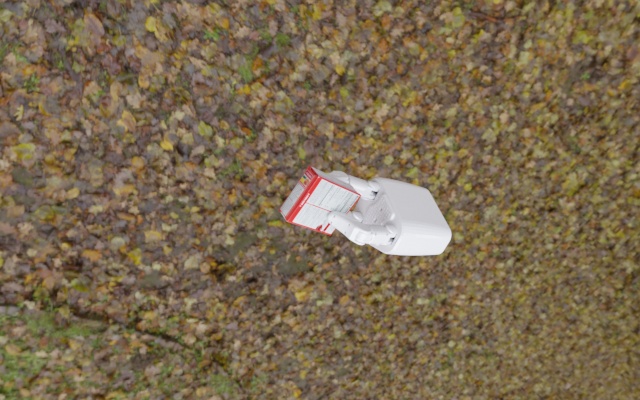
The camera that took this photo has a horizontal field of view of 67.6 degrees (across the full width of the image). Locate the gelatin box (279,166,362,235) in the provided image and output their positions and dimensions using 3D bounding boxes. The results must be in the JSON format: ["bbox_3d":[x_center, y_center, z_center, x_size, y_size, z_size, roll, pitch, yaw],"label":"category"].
[{"bbox_3d":[0.000,0.002,0.634,0.089,0.073,0.030,21,21,-44],"label":"gelatin box"}]
